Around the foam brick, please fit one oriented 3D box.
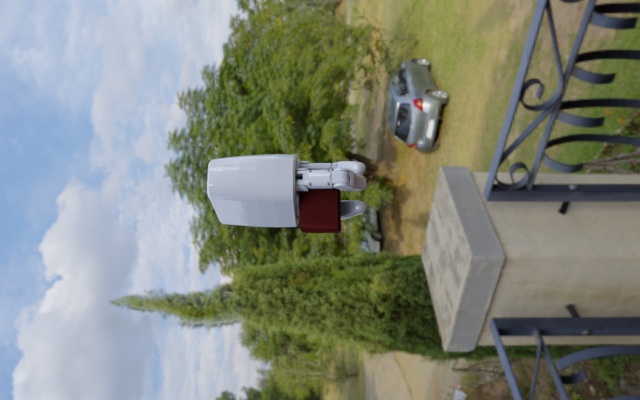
[{"bbox_3d":[0.000,0.002,0.613,0.051,0.078,0.053,0,-10,1],"label":"foam brick"}]
